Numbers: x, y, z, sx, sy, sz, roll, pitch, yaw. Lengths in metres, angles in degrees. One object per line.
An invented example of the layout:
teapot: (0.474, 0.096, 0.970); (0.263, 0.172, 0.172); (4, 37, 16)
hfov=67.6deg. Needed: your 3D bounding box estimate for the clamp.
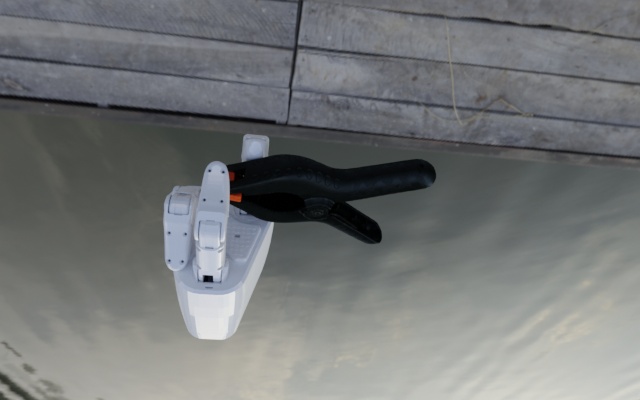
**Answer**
clamp: (0.000, 0.002, 0.411); (0.171, 0.039, 0.120); (5, -39, -8)
